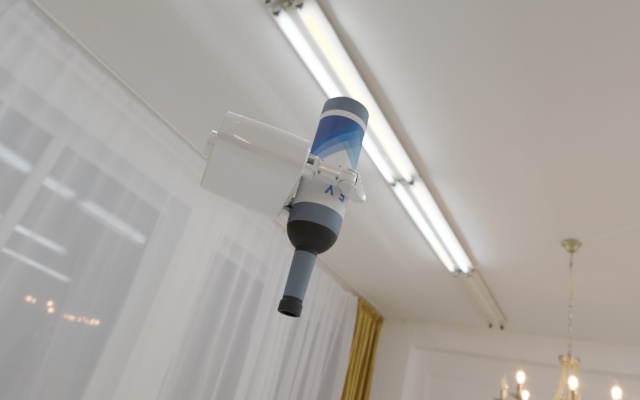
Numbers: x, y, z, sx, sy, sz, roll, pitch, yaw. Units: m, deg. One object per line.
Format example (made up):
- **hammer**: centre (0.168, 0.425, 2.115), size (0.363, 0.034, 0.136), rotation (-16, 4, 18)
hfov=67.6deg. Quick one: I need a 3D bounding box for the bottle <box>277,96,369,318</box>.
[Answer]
- **bottle**: centre (0.000, 0.002, 0.607), size (0.069, 0.295, 0.069), rotation (13, -26, 6)
